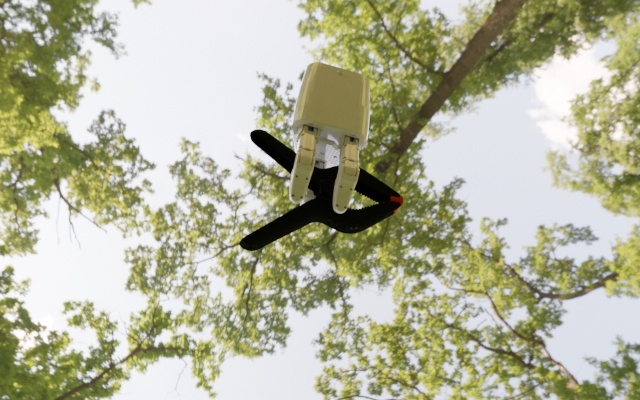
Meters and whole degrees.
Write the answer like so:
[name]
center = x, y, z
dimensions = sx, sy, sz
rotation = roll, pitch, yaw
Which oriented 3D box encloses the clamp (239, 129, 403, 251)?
[clamp]
center = 0.000, 0.002, 0.600
dimensions = 0.210, 0.164, 0.036
rotation = 13, -27, -9
